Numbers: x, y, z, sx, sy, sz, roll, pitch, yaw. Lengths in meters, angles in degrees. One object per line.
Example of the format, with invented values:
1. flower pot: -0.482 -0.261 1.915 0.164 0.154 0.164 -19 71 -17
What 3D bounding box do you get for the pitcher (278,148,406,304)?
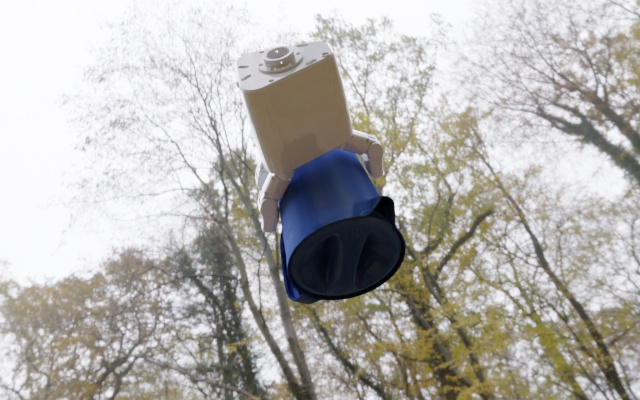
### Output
1. pitcher: 0.000 0.002 0.610 0.149 0.145 0.242 -17 42 0
